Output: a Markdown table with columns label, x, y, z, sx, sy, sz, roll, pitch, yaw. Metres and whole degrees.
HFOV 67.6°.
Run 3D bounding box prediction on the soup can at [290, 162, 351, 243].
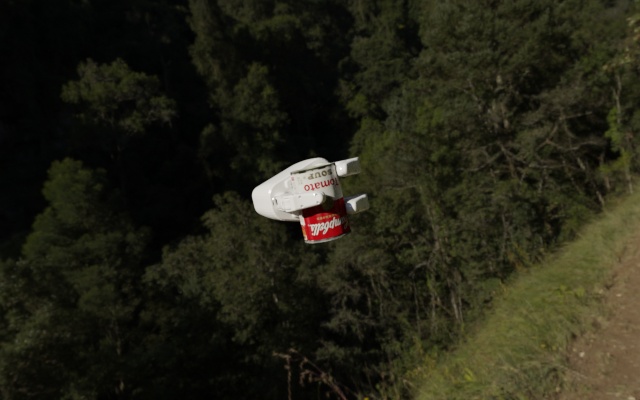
| label | x | y | z | sx | sy | sz | roll | pitch | yaw |
| --- | --- | --- | --- | --- | --- | --- | --- | --- | --- |
| soup can | 0.000 | 0.002 | 0.675 | 0.068 | 0.102 | 0.068 | -12 | 6 | 1 |
